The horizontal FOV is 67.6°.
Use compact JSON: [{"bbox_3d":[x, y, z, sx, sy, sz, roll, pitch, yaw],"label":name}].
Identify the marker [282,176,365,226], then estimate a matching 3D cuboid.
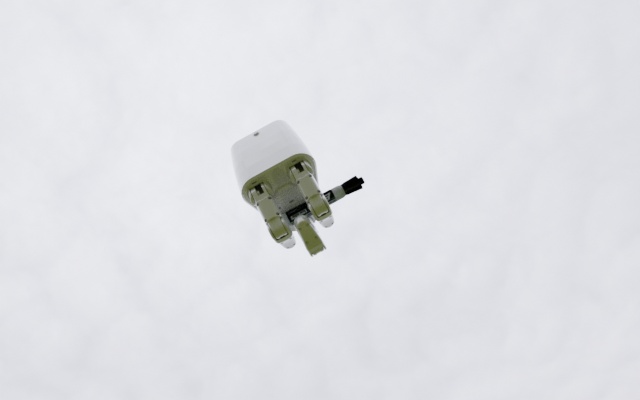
[{"bbox_3d":[0.000,0.002,0.596,0.121,0.020,0.020,-28,1,-1],"label":"marker"}]
